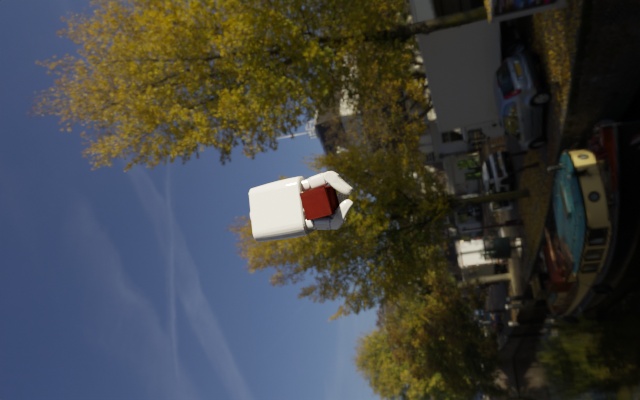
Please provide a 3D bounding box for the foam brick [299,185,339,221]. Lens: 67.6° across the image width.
[{"bbox_3d":[0.000,0.003,0.883,0.051,0.053,0.078,-13,2,14],"label":"foam brick"}]
